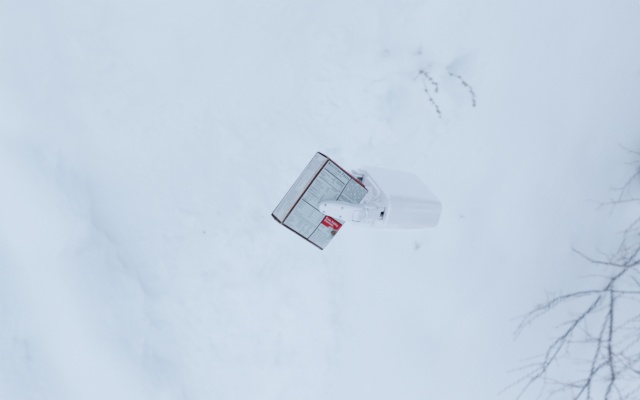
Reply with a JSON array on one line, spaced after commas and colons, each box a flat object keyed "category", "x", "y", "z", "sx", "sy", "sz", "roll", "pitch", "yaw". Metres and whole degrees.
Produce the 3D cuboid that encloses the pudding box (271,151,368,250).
[{"category": "pudding box", "x": 0.000, "y": 0.002, "z": 0.669, "sx": 0.090, "sy": 0.113, "sz": 0.039, "roll": 36, "pitch": -1, "yaw": -34}]
